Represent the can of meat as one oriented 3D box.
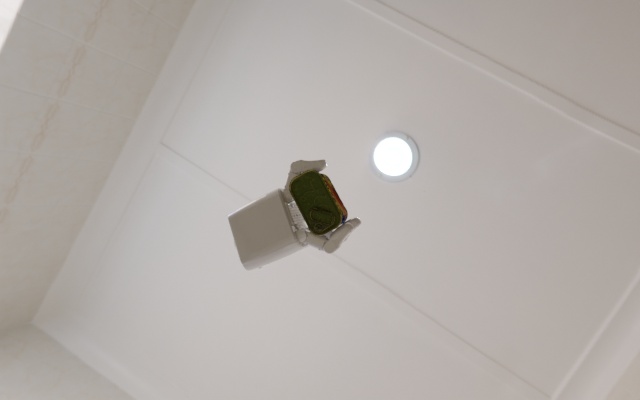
[{"bbox_3d":[0.000,0.002,0.783,0.057,0.102,0.084,-29,-5,11],"label":"can of meat"}]
